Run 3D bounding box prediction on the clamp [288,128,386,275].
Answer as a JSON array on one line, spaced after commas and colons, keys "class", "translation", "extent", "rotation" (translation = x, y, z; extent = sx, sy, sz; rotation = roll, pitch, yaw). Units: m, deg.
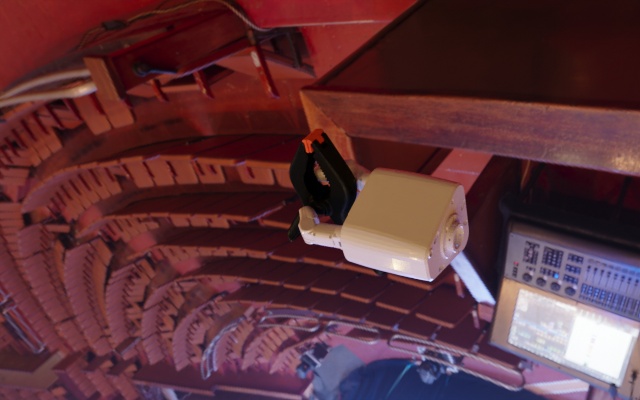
[{"class": "clamp", "translation": [0.000, 0.002, 0.623], "extent": [0.164, 0.210, 0.036], "rotation": [11, 44, 35]}]
